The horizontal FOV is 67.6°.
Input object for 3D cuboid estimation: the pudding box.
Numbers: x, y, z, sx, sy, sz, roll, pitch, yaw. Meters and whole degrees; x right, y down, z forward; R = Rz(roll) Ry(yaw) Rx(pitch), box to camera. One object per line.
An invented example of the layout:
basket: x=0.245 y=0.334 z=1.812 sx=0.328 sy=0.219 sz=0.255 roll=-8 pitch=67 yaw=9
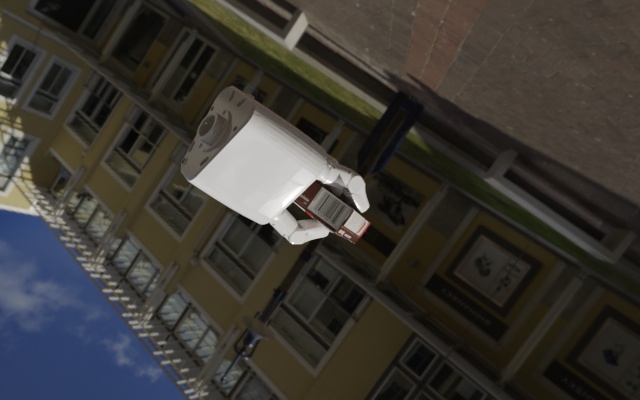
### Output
pudding box: x=0.000 y=0.002 z=0.590 sx=0.113 sy=0.039 sz=0.090 roll=39 pitch=2 yaw=22
